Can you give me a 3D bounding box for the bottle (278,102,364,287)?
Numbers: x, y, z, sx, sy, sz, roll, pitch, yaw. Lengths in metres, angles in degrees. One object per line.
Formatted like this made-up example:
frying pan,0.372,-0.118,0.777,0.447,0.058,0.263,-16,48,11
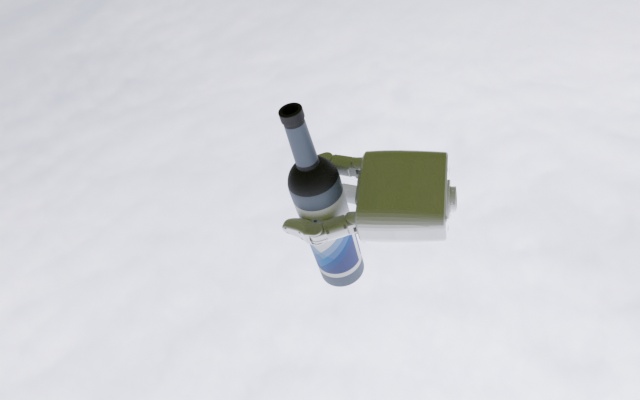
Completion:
bottle,0.000,0.002,0.620,0.069,0.069,0.296,0,-43,18
